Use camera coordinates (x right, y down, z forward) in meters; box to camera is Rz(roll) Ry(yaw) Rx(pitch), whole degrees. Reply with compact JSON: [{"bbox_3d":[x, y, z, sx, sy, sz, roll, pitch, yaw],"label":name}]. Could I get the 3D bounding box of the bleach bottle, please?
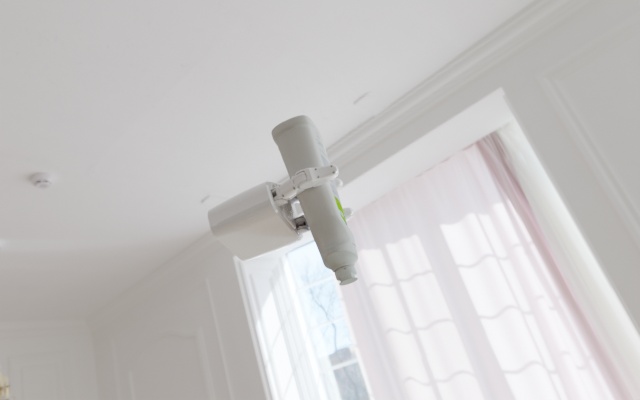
[{"bbox_3d":[0.000,0.002,0.710,0.068,0.250,0.103,-23,-24,11],"label":"bleach bottle"}]
